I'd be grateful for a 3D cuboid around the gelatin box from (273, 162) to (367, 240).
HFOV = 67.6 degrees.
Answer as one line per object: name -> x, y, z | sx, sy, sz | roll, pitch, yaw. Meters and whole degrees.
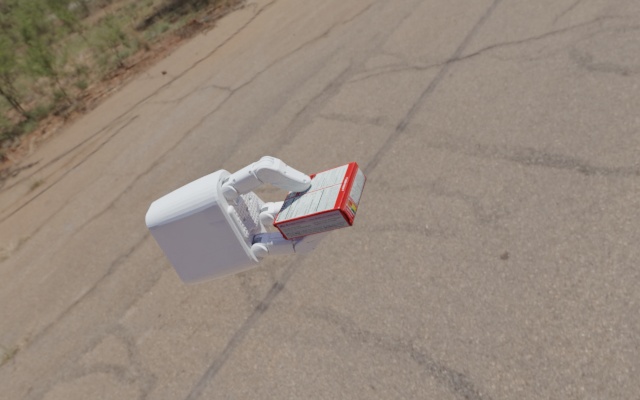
gelatin box -> 0.000, 0.001, 0.517 | 0.089, 0.030, 0.073 | -16, 36, 33
